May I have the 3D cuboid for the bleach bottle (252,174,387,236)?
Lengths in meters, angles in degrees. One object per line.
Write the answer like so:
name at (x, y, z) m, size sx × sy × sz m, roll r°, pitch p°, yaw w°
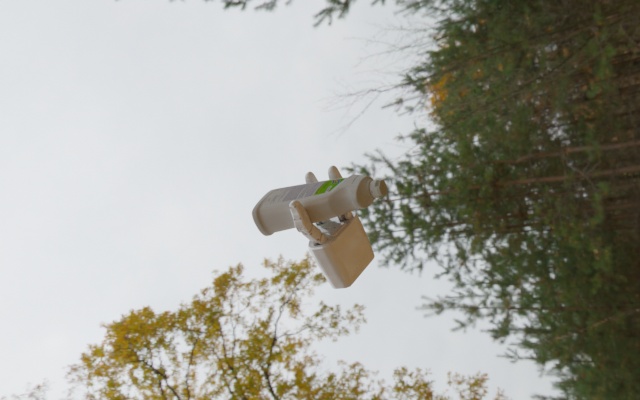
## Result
bleach bottle at (0.000, 0.003, 0.869) m, size 0.251 × 0.068 × 0.102 m, roll -11°, pitch 28°, yaw 33°
